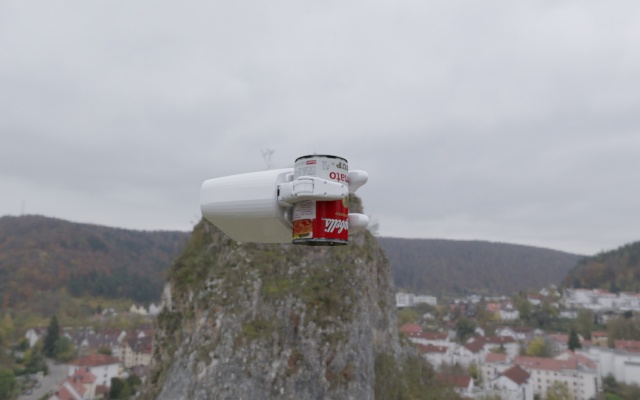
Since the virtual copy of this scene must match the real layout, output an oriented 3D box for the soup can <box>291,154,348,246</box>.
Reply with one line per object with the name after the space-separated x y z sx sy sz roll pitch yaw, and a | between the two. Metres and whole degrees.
0.001 0.002 0.577 0.068 0.102 0.068 1 -10 0 | soup can
